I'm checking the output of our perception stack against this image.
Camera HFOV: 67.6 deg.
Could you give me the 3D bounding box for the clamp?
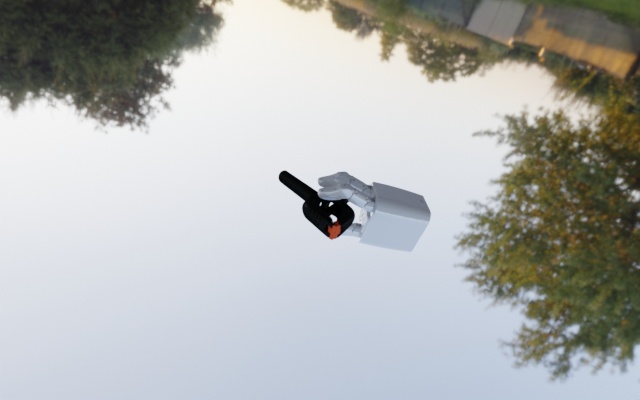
[{"bbox_3d":[0.000,0.004,0.864,0.164,0.036,0.210,12,25,-7],"label":"clamp"}]
